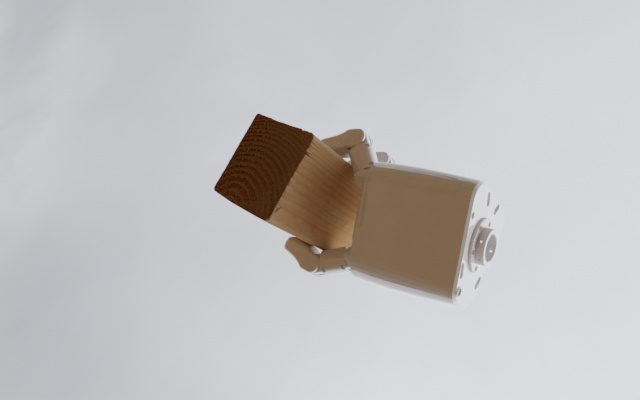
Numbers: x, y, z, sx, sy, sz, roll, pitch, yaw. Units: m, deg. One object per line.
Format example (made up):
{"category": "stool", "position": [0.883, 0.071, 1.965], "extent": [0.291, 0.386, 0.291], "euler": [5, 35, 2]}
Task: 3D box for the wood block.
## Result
{"category": "wood block", "position": [0.000, 0.002, 0.522], "extent": [0.090, 0.091, 0.206], "euler": [26, -5, 40]}
